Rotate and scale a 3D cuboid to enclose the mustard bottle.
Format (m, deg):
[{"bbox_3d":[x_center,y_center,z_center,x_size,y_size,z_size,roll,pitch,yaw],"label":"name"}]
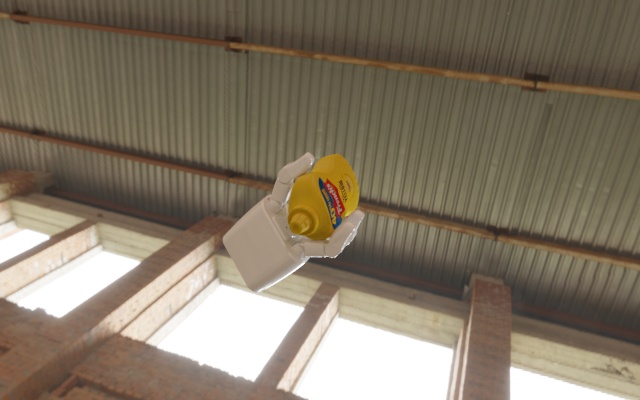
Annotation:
[{"bbox_3d":[0.000,0.002,0.688,0.058,0.096,0.191,-11,16,25],"label":"mustard bottle"}]
